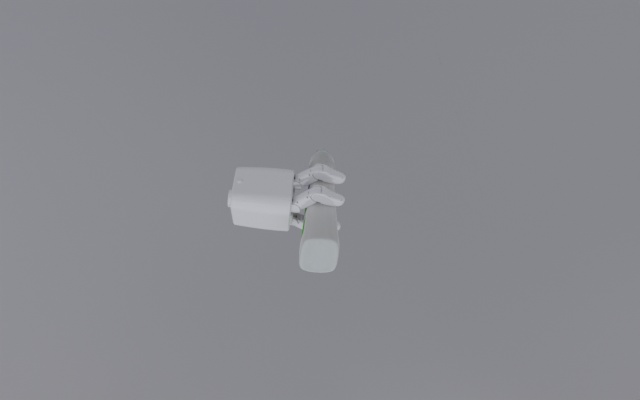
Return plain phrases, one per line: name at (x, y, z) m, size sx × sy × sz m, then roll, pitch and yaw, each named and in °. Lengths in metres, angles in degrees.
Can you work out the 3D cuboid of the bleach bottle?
bleach bottle at (0.000, 0.003, 0.894) m, size 0.068 × 0.250 × 0.103 m, roll 4°, pitch -42°, yaw -3°
